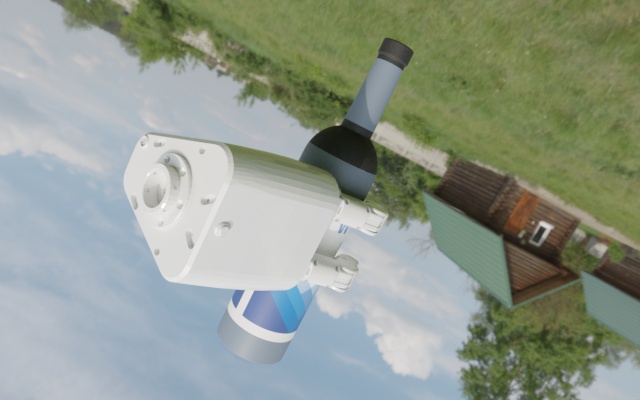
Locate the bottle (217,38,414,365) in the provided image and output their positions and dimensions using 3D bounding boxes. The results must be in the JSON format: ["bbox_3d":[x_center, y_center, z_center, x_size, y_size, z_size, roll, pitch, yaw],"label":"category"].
[{"bbox_3d":[0.000,0.002,0.419,0.069,0.296,0.069,26,10,-5],"label":"bottle"}]
